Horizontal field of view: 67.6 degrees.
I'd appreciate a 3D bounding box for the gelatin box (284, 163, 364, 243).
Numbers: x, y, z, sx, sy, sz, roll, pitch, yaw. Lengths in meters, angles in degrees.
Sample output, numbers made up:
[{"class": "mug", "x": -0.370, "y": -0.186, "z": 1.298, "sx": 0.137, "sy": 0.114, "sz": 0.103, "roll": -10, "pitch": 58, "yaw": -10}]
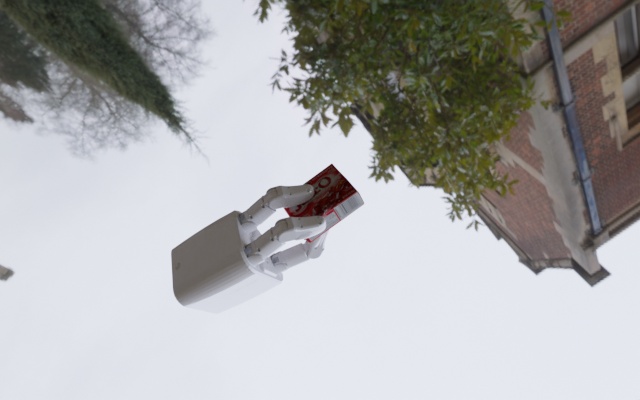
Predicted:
[{"class": "gelatin box", "x": 0.001, "y": 0.002, "z": 0.615, "sx": 0.089, "sy": 0.030, "sz": 0.073, "roll": -35, "pitch": 42, "yaw": -3}]
